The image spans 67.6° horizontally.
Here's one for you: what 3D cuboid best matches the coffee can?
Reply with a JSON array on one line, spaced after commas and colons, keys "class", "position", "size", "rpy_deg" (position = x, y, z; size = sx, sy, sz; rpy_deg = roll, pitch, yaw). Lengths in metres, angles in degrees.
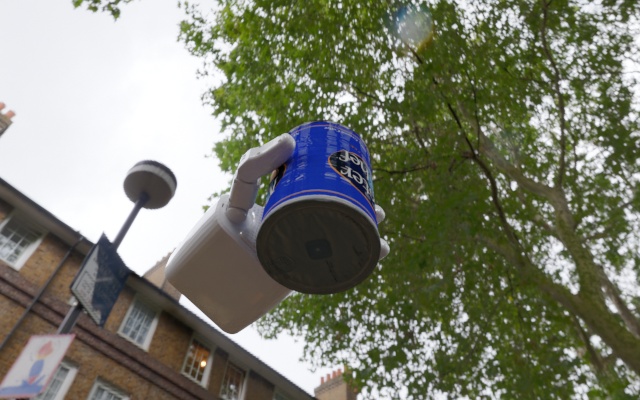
[{"class": "coffee can", "position": [0.000, 0.001, 0.445], "size": [0.103, 0.103, 0.140], "rpy_deg": [0, 35, 2]}]
